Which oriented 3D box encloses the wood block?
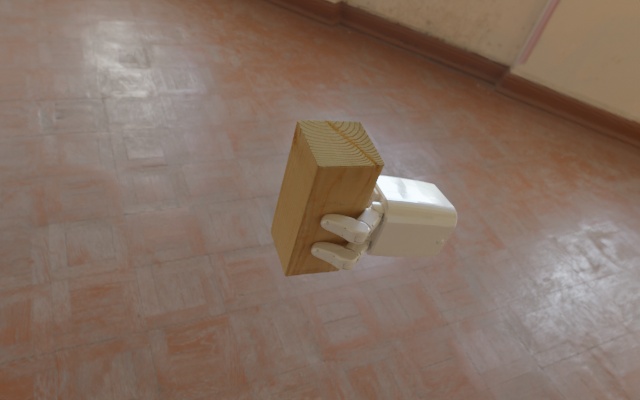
[{"bbox_3d":[0.000,0.002,0.647,0.090,0.206,0.090,-3,46,-22],"label":"wood block"}]
